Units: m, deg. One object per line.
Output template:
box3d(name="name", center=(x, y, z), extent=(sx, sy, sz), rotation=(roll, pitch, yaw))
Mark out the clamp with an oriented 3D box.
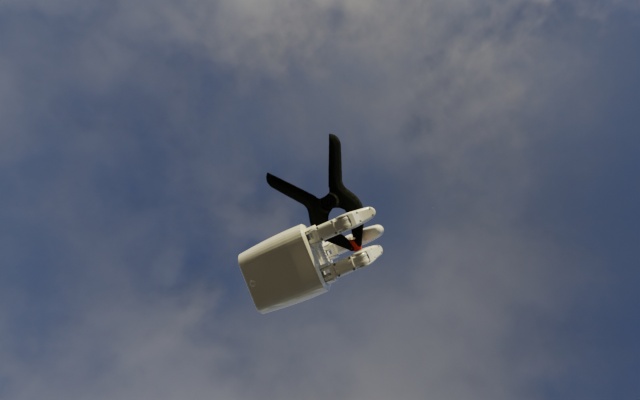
box3d(name="clamp", center=(0.000, 0.002, 0.689), extent=(0.120, 0.171, 0.039), rotation=(-24, -6, 10))
